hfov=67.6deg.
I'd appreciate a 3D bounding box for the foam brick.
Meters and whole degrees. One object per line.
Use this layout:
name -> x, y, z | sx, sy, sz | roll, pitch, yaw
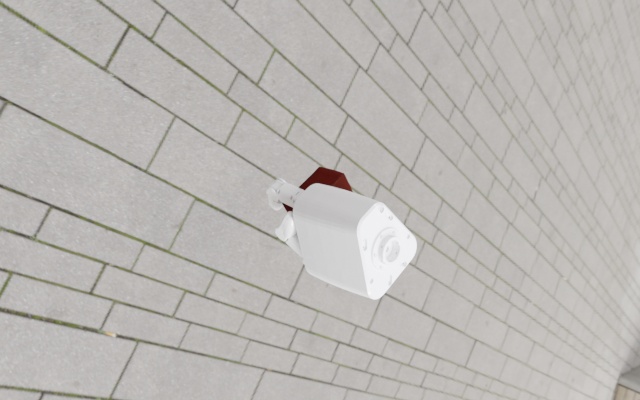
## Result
foam brick -> 0.000, 0.002, 0.626 | 0.051, 0.053, 0.078 | 16, 53, 47
